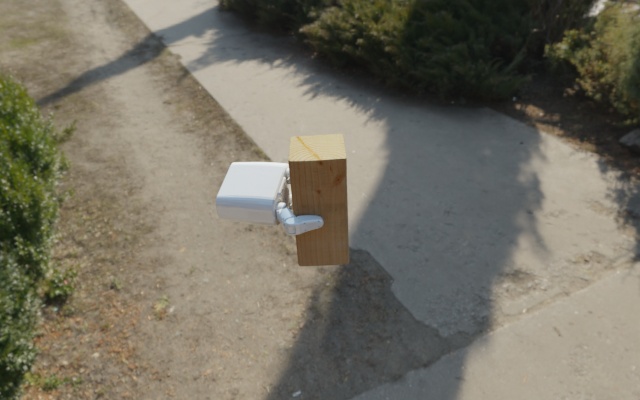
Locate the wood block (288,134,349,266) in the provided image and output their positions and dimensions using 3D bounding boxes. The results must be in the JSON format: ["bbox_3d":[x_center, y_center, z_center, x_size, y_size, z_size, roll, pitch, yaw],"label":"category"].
[{"bbox_3d":[0.000,0.003,0.807,0.090,0.206,0.090,-3,33,1],"label":"wood block"}]
